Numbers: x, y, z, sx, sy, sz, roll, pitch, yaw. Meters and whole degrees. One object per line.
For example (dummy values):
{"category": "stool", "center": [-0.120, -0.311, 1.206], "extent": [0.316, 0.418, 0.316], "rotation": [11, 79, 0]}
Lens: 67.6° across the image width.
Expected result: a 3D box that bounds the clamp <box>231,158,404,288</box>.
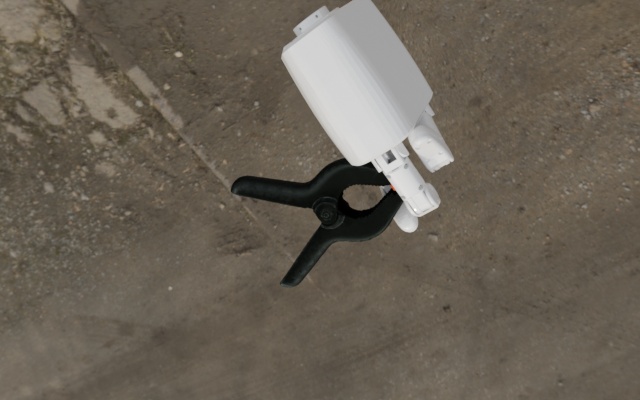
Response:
{"category": "clamp", "center": [0.000, 0.002, 0.442], "extent": [0.171, 0.120, 0.039], "rotation": [-31, 15, 20]}
